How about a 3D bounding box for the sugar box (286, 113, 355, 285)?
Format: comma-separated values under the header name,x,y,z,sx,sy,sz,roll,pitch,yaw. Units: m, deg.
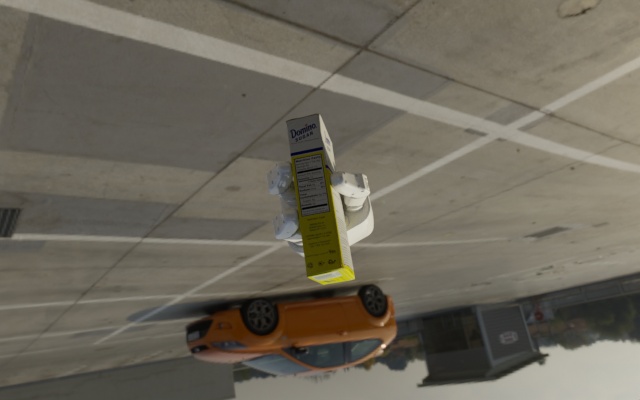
name,x,y,z,sx,sy,sz,roll,pitch,yaw
sugar box,0.000,0.002,0.543,0.048,0.176,0.093,-13,-17,7
